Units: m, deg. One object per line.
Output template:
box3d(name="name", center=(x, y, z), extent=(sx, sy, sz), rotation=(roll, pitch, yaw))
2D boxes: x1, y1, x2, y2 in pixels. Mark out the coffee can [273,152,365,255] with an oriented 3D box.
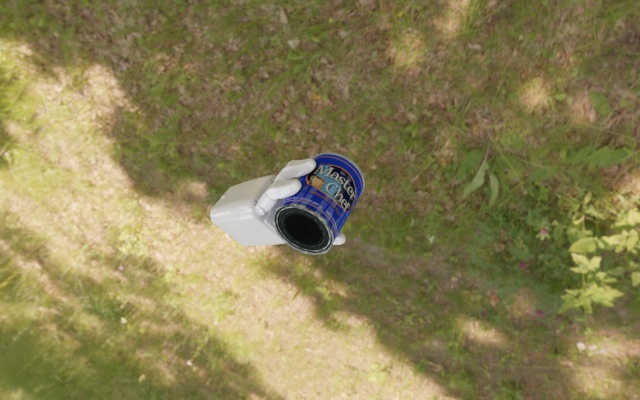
box3d(name="coffee can", center=(0.000, 0.002, 0.769), extent=(0.103, 0.103, 0.140), rotation=(0, 39, 31))
